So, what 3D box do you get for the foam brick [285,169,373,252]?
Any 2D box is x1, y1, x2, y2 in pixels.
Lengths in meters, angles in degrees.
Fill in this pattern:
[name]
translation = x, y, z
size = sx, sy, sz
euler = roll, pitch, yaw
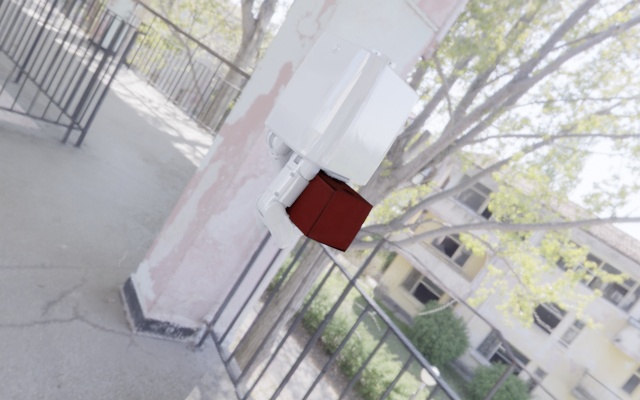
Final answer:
[foam brick]
translation = 0.000, 0.002, 0.448
size = 0.053, 0.051, 0.078
euler = 25, 13, -41
